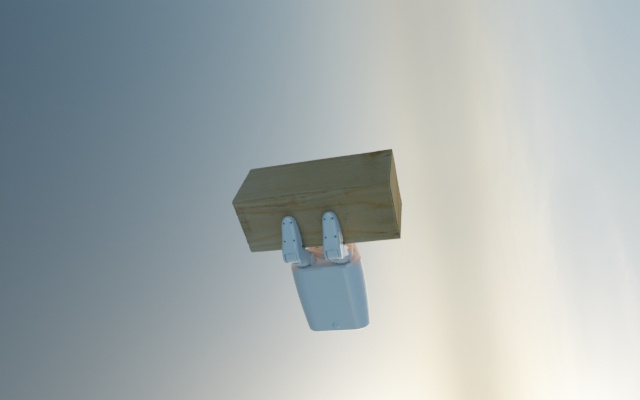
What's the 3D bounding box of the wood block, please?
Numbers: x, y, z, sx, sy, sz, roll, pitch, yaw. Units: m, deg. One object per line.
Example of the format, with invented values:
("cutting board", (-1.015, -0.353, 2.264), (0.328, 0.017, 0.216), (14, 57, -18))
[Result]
("wood block", (0.000, 0.002, 0.648), (0.206, 0.090, 0.090), (-7, 31, 15))
